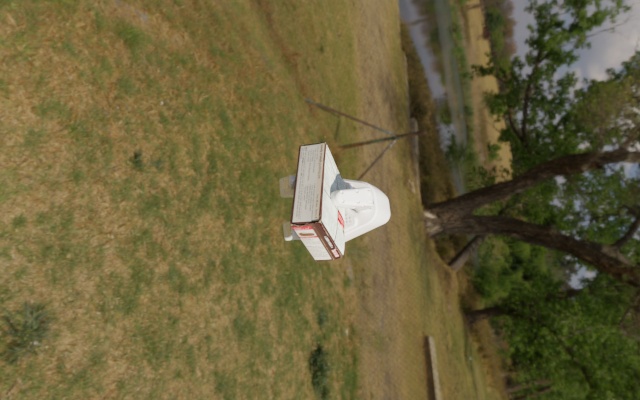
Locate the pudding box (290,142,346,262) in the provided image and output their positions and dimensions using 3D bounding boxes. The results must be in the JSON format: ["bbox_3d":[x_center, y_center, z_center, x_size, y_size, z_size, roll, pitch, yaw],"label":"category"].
[{"bbox_3d":[0.000,0.002,0.563,0.039,0.113,0.090,-9,-36,17],"label":"pudding box"}]
